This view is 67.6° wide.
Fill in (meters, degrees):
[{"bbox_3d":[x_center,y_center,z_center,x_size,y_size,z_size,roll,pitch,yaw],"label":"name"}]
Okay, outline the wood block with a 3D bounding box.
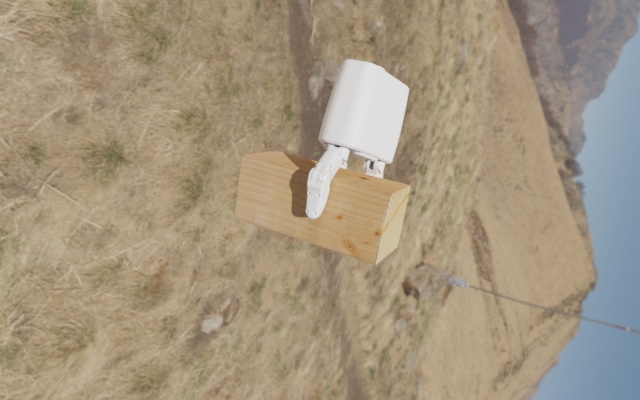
[{"bbox_3d":[0.000,0.002,0.630,0.206,0.090,0.091,16,15,23],"label":"wood block"}]
